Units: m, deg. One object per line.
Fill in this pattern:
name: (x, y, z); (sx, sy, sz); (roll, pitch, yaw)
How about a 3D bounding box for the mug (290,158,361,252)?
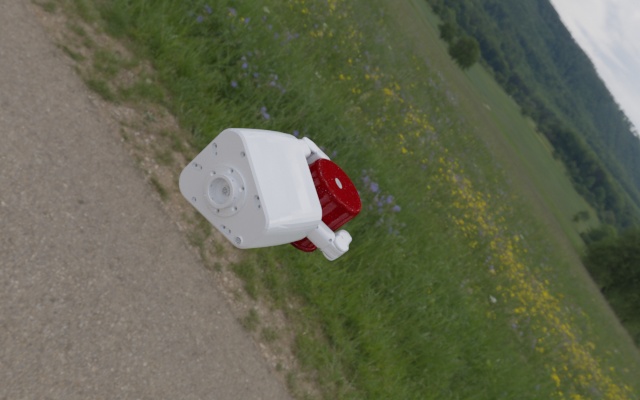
mug: (0.001, 0.002, 0.591); (0.081, 0.093, 0.117); (-37, -11, 23)
